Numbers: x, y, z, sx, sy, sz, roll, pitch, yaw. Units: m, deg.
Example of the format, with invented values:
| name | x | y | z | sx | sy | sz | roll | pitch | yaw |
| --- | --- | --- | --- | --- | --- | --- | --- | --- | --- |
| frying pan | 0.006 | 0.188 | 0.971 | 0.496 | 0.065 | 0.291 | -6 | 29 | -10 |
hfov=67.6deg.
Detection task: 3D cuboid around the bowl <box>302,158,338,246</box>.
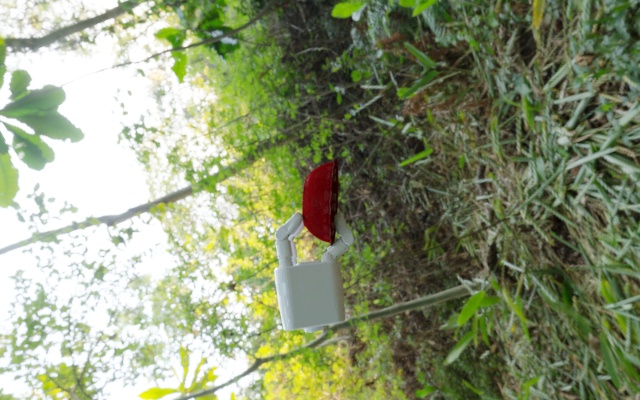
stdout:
| name | x | y | z | sx | sy | sz | roll | pitch | yaw |
| --- | --- | --- | --- | --- | --- | --- | --- | --- | --- |
| bowl | 0.000 | 0.002 | 0.865 | 0.055 | 0.162 | 0.162 | 3 | 0 | 6 |
